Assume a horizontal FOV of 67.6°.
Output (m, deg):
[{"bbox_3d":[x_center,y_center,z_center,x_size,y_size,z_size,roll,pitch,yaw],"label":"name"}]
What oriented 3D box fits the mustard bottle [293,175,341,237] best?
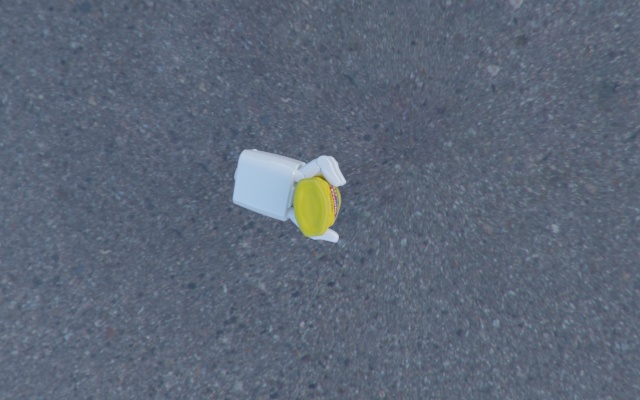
[{"bbox_3d":[0.000,0.003,0.856,0.058,0.096,0.191,-7,5,11],"label":"mustard bottle"}]
